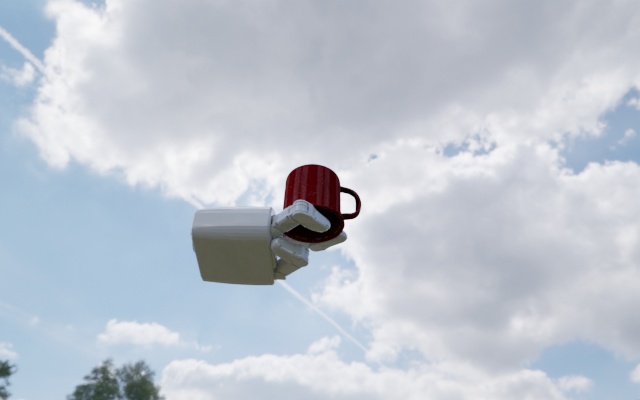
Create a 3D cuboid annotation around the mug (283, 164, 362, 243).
[{"bbox_3d":[0.002,0.002,0.683,0.117,0.081,0.093,0,-38,2],"label":"mug"}]
